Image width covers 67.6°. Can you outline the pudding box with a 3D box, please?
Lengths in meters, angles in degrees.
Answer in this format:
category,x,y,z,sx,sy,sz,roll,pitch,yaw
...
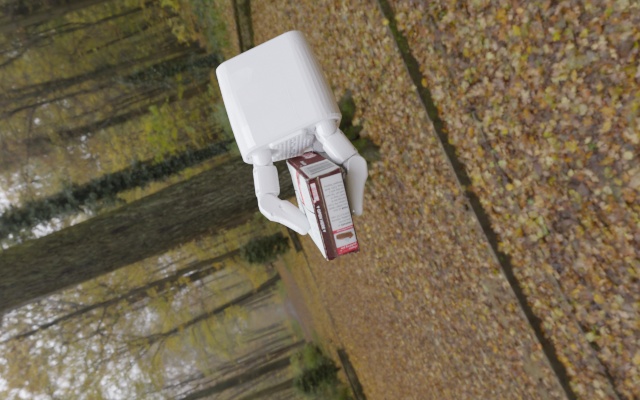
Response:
category,x,y,z,sx,sy,sz,roll,pitch,yaw
pudding box,0.000,0.002,0.506,0.039,0.090,0.113,-18,18,-8
